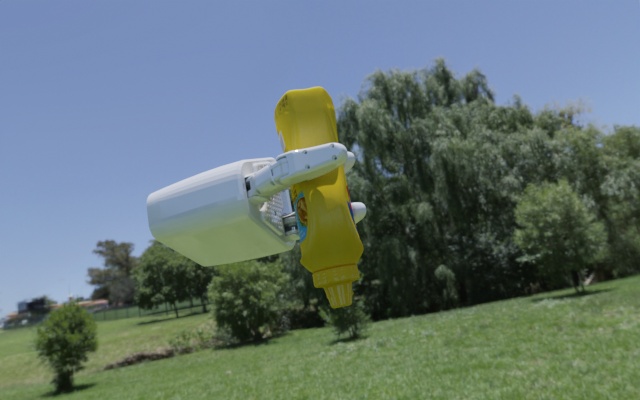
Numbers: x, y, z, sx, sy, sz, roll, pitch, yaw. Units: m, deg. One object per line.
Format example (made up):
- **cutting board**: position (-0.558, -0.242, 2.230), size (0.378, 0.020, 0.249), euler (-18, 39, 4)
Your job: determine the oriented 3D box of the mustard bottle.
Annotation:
- **mustard bottle**: position (0.000, 0.001, 0.438), size (0.058, 0.191, 0.096), euler (-9, -14, -8)
